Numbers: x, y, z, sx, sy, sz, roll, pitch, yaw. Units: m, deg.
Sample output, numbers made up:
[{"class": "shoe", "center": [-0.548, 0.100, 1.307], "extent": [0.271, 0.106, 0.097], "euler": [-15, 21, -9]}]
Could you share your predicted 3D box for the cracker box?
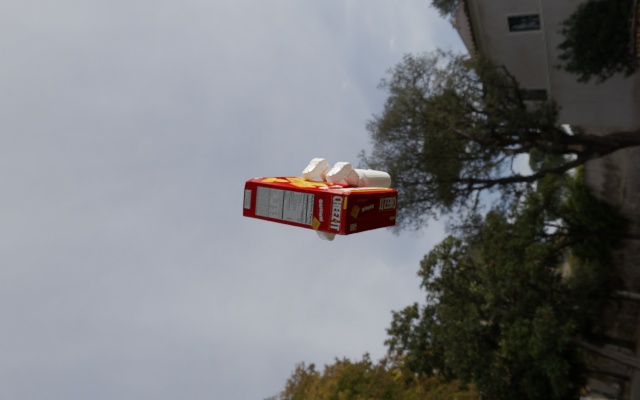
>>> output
[{"class": "cracker box", "center": [0.000, 0.003, 0.818], "extent": [0.213, 0.072, 0.164], "euler": [8, 8, 35]}]
